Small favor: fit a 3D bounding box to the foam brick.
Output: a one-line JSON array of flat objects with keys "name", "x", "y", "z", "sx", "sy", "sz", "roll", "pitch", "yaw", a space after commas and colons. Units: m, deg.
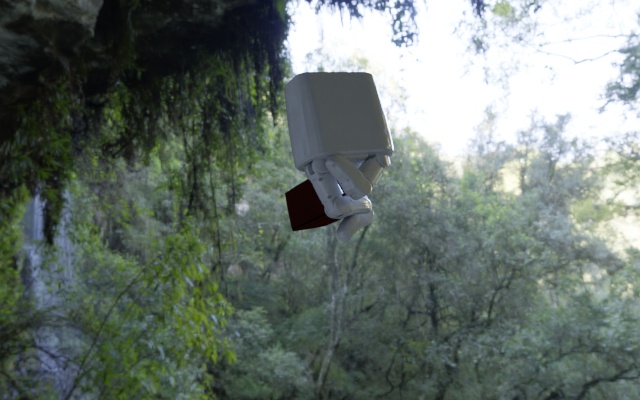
[{"name": "foam brick", "x": 0.000, "y": 0.002, "z": 0.595, "sx": 0.053, "sy": 0.051, "sz": 0.078, "roll": -6, "pitch": -14, "yaw": -38}]
